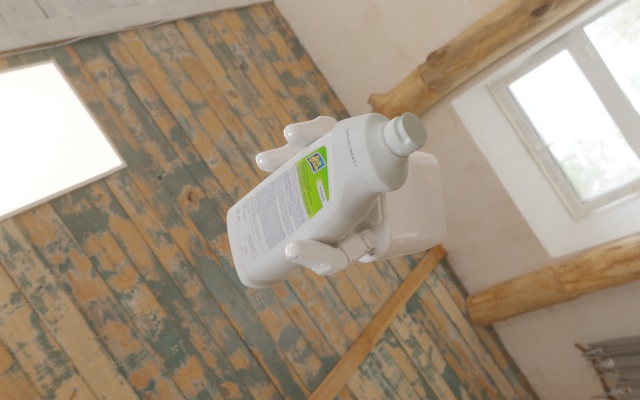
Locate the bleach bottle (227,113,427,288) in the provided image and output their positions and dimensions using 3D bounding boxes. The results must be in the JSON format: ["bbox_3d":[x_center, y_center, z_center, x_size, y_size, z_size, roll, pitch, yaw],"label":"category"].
[{"bbox_3d":[0.000,0.001,0.451,0.068,0.102,0.251,-3,-21,-41],"label":"bleach bottle"}]
